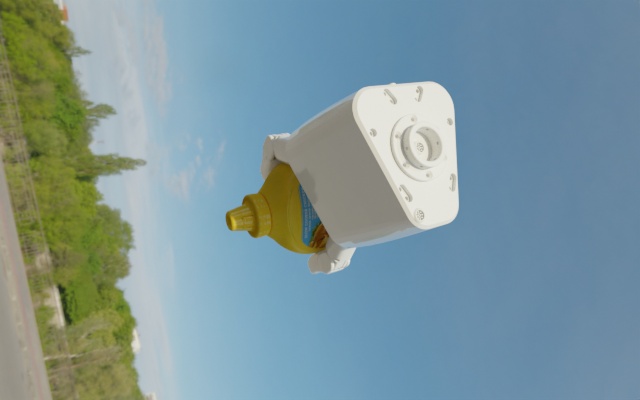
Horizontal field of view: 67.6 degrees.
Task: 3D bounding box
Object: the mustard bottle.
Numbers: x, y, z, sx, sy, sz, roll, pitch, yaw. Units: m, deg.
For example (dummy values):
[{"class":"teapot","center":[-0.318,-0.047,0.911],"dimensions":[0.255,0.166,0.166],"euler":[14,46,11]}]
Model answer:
[{"class":"mustard bottle","center":[0.000,0.001,0.472],"dimensions":[0.191,0.096,0.058],"euler":[-12,20,-30]}]
